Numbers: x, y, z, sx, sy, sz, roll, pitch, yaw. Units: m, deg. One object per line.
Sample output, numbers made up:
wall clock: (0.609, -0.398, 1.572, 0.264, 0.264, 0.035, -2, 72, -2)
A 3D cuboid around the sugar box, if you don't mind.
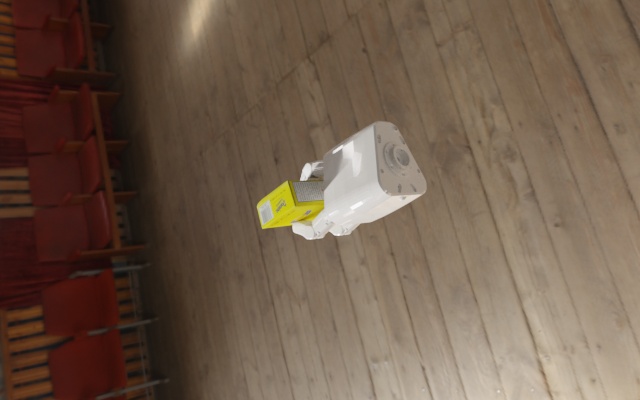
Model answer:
sugar box: (0.000, 0.003, 0.736, 0.176, 0.048, 0.093, -2, -21, -40)
